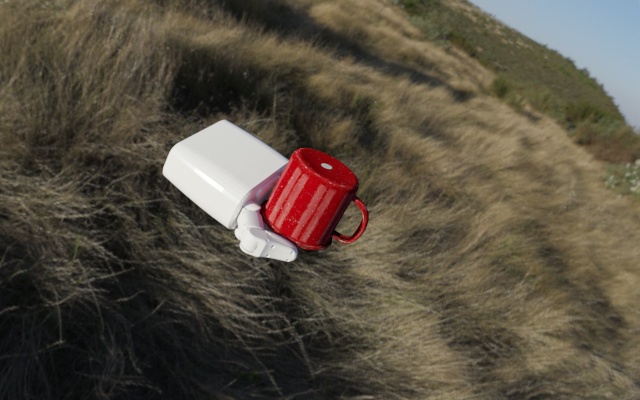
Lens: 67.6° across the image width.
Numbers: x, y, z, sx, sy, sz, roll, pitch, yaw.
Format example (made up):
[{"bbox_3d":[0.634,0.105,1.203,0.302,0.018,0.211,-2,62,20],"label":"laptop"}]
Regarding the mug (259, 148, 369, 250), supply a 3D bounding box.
[{"bbox_3d":[0.001,0.002,0.532,0.117,0.081,0.093,33,24,8],"label":"mug"}]
